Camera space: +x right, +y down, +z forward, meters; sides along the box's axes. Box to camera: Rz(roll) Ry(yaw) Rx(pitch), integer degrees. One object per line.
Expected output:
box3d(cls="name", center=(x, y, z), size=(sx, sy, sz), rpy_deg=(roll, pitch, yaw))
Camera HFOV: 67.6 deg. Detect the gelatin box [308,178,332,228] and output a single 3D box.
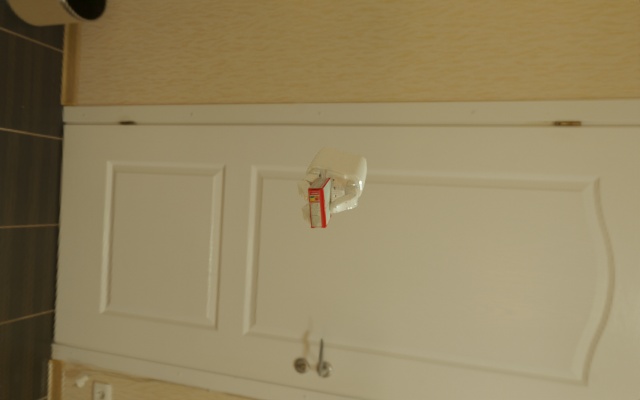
box3d(cls="gelatin box", center=(0.001, 0.003, 0.870), size=(0.030, 0.073, 0.089), rpy_deg=(-1, 15, 10))
